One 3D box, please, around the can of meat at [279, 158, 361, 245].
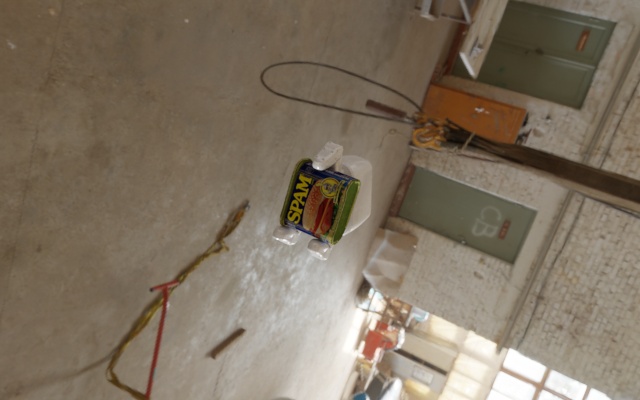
[{"bbox_3d":[0.000,0.002,0.670,0.084,0.102,0.057,22,15,19],"label":"can of meat"}]
